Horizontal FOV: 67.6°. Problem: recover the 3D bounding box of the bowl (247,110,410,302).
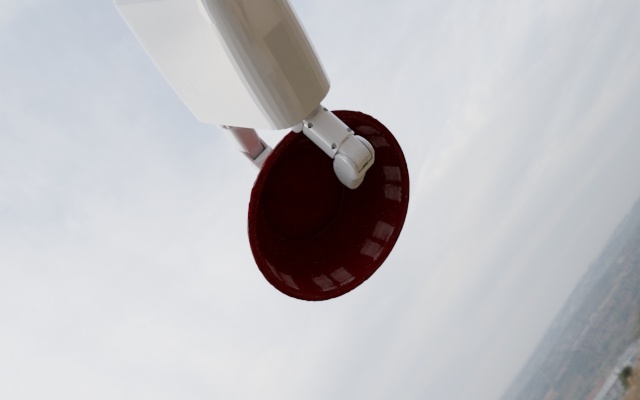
[{"bbox_3d":[0.000,0.002,0.411,0.162,0.162,0.055,0,14,-35],"label":"bowl"}]
